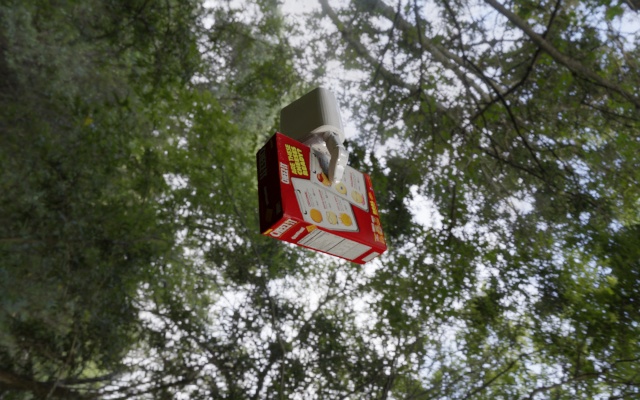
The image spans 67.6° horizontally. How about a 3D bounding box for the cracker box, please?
[{"bbox_3d":[0.000,0.003,0.790,0.214,0.164,0.072,21,-45,-34],"label":"cracker box"}]
